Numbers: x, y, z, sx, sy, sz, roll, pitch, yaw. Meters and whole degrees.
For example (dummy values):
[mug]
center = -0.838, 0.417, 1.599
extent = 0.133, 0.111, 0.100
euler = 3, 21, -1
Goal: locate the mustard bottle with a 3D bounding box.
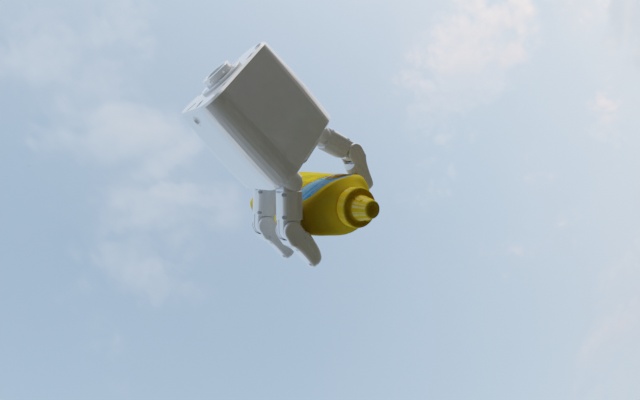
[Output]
[mustard bottle]
center = 0.000, 0.002, 0.535
extent = 0.096, 0.058, 0.191
euler = -26, 16, -27
